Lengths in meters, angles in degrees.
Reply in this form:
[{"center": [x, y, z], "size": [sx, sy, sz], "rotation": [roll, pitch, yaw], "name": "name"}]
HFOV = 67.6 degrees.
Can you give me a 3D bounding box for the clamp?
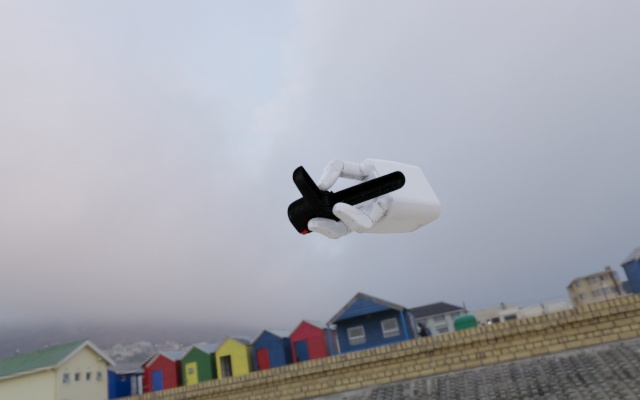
[{"center": [0.000, 0.002, 0.701], "size": [0.164, 0.036, 0.210], "rotation": [6, -25, -30], "name": "clamp"}]
